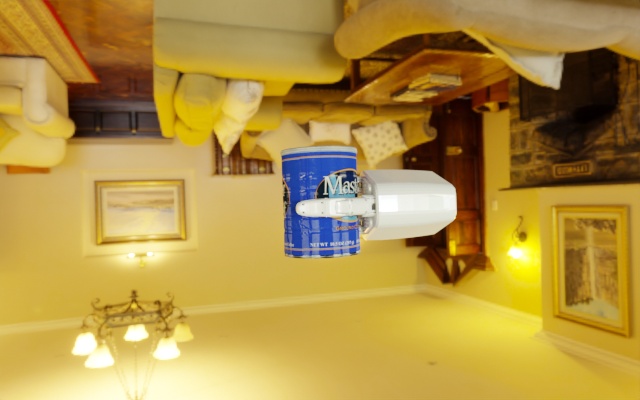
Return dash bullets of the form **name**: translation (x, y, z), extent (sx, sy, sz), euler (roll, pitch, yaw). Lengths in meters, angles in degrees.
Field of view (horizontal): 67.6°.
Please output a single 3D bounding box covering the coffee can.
- **coffee can**: translation (0.000, 0.002, 0.641), extent (0.103, 0.140, 0.103), euler (-2, 0, 0)
